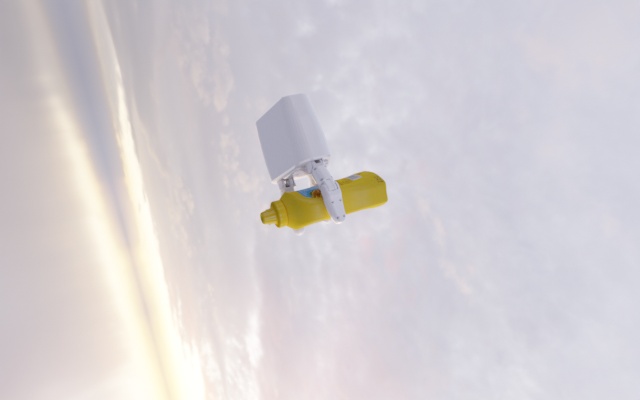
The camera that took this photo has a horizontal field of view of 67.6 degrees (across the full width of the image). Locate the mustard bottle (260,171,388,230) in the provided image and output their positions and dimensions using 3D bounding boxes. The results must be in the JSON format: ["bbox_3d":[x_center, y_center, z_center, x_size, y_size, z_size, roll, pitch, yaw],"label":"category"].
[{"bbox_3d":[0.000,0.003,0.730,0.191,0.058,0.096,-15,16,-22],"label":"mustard bottle"}]
